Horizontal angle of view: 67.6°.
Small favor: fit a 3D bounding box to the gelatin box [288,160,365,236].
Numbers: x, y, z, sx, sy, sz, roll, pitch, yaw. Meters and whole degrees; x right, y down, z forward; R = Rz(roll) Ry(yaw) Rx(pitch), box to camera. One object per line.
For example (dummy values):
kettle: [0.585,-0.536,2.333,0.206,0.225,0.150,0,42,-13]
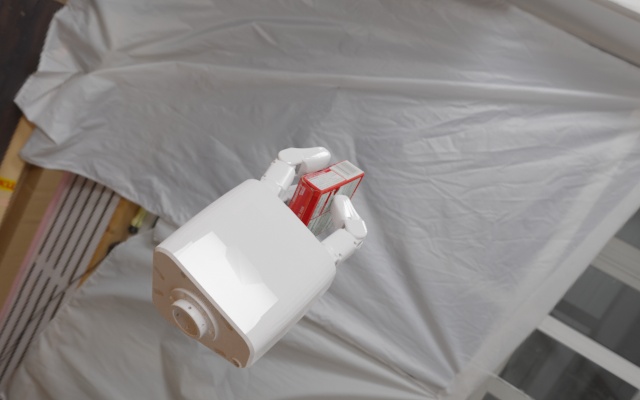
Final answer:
gelatin box: [0.001,0.002,0.496,0.030,0.073,0.089,38,33,19]
